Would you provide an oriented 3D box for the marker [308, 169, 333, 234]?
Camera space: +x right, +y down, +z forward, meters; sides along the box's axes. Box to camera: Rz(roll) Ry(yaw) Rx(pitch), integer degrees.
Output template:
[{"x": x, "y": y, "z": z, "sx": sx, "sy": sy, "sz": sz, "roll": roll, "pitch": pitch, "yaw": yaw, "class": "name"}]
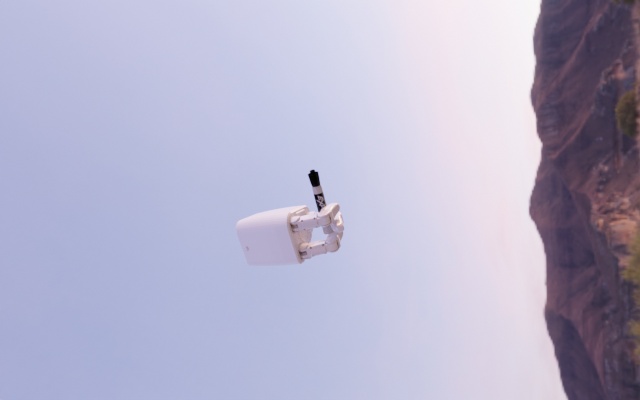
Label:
[{"x": 0.000, "y": 0.003, "z": 0.841, "sx": 0.020, "sy": 0.121, "sz": 0.020, "roll": -13, "pitch": 21, "yaw": 5, "class": "marker"}]
